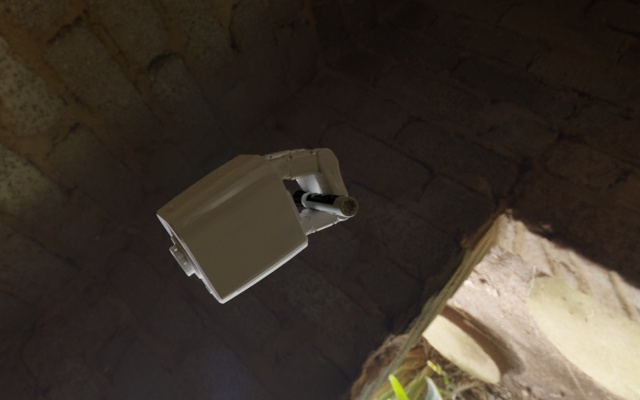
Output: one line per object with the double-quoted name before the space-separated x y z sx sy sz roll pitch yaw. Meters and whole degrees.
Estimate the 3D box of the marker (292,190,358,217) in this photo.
"marker" 0.000 0.002 0.486 0.020 0.020 0.121 0 4 -26
